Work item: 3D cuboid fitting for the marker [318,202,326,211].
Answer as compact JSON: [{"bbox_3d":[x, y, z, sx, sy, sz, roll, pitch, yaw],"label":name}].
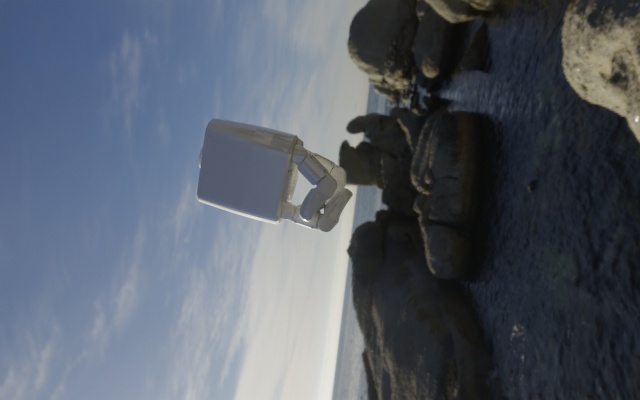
[{"bbox_3d":[0.000,0.002,0.636,0.020,0.020,0.121,0,1,4],"label":"marker"}]
